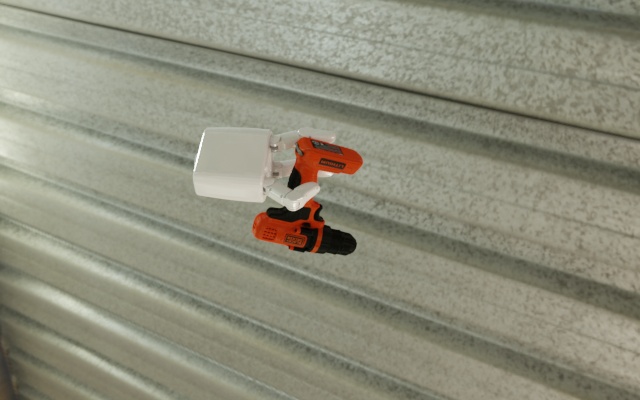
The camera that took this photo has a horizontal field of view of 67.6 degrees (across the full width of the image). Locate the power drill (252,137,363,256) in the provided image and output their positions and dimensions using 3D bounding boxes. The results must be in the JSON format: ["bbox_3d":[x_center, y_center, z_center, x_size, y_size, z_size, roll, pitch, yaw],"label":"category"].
[{"bbox_3d":[0.000,0.002,0.774,0.184,0.188,0.057,13,24,-21],"label":"power drill"}]
